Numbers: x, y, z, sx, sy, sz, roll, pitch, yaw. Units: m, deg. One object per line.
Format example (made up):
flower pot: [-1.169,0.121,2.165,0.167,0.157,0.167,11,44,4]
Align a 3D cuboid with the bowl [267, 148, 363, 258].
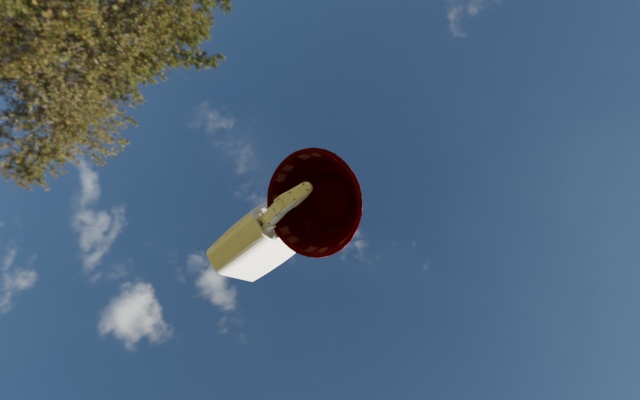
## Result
bowl: [0.001,0.002,0.718,0.162,0.162,0.055,0,4,30]
